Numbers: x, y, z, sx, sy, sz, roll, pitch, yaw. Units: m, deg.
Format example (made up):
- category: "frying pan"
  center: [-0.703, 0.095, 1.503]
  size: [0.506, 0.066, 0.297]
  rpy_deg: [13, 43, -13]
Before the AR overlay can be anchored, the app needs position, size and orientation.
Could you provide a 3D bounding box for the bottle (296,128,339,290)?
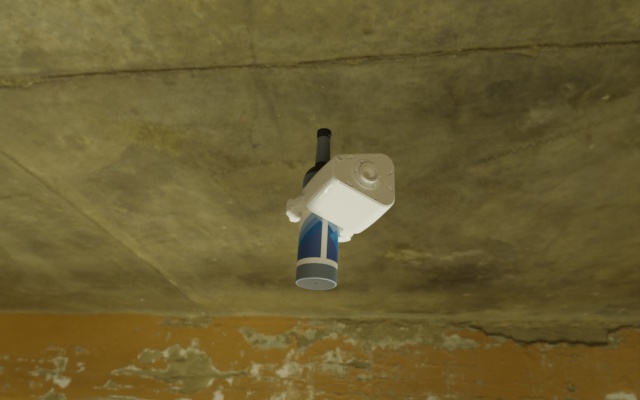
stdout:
- category: "bottle"
  center: [0.000, 0.003, 0.831]
  size: [0.069, 0.295, 0.069]
  rpy_deg: [3, -26, 1]
